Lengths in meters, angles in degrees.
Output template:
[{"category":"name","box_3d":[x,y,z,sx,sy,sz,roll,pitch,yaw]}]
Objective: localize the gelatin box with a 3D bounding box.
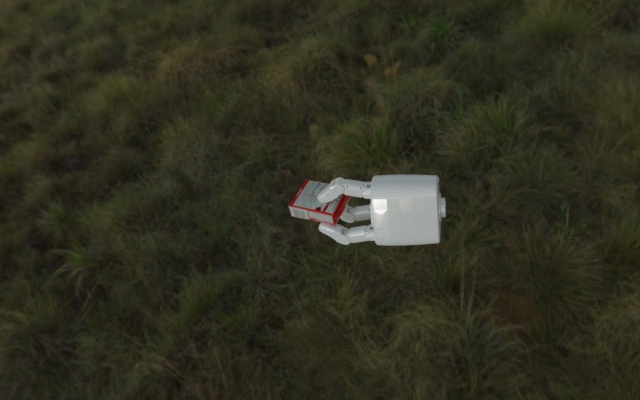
[{"category":"gelatin box","box_3d":[0.000,0.002,0.841,0.089,0.030,0.073,11,48,23]}]
